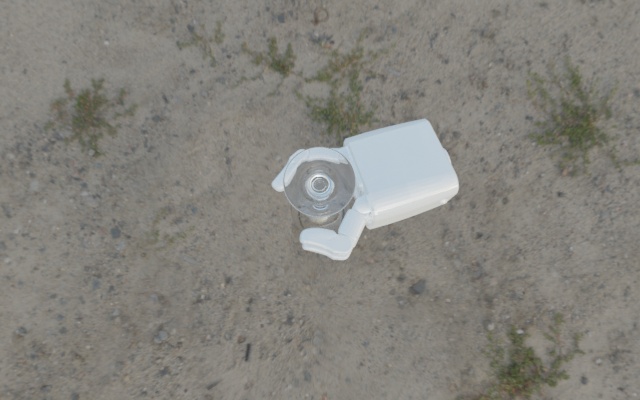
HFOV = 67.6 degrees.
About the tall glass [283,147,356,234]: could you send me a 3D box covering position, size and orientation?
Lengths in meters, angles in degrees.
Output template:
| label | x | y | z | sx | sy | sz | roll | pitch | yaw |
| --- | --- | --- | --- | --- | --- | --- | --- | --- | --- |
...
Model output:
| label | x | y | z | sx | sy | sz | roll | pitch | yaw |
| --- | --- | --- | --- | --- | --- | --- | --- | --- | --- |
| tall glass | 0.000 | 0.002 | 0.581 | 0.079 | 0.079 | 0.201 | 0 | -12 | 0 |
